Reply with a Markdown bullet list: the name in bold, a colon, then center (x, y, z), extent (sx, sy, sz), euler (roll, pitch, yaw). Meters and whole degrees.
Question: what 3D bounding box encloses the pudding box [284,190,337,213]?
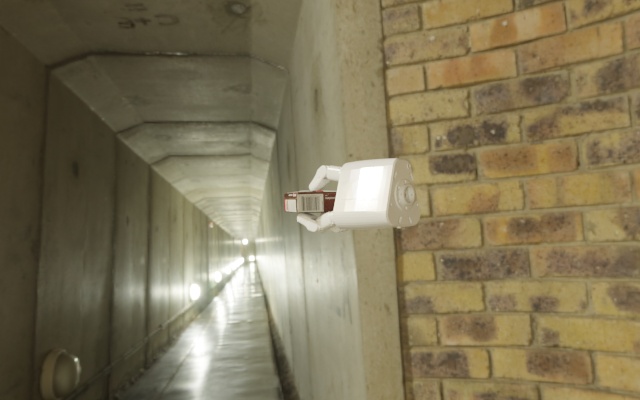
- **pudding box**: center (0.000, 0.003, 0.846), extent (0.113, 0.039, 0.090), euler (1, -1, -18)
